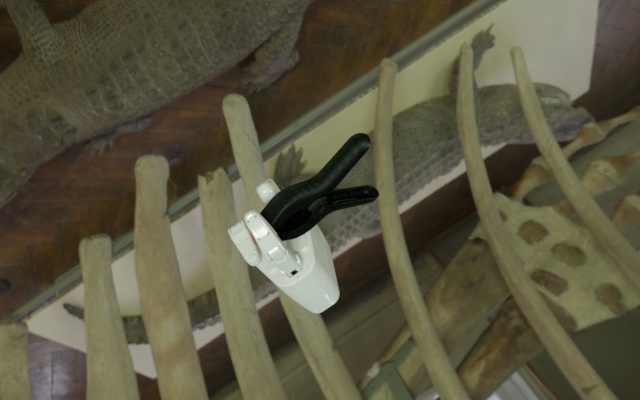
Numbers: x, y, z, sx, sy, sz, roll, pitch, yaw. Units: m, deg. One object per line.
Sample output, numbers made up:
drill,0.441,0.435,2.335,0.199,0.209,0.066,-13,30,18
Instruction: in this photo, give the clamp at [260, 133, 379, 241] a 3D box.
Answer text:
clamp,0.000,0.002,0.572,0.171,0.039,0.120,-34,-40,0
